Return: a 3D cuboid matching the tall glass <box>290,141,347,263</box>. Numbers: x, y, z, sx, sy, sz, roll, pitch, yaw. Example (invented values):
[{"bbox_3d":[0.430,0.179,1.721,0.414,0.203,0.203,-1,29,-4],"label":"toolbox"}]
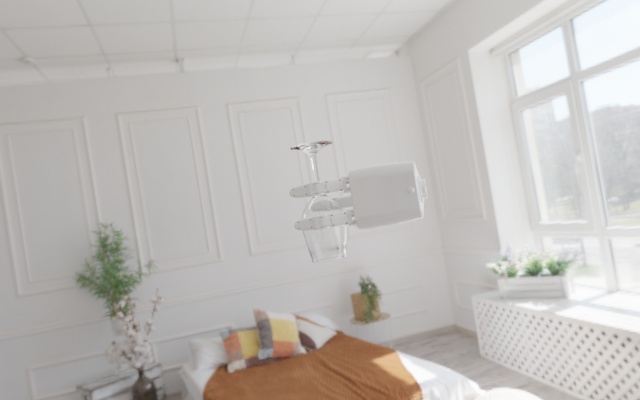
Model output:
[{"bbox_3d":[0.000,0.002,0.824,0.079,0.201,0.079,-9,-1,0],"label":"tall glass"}]
